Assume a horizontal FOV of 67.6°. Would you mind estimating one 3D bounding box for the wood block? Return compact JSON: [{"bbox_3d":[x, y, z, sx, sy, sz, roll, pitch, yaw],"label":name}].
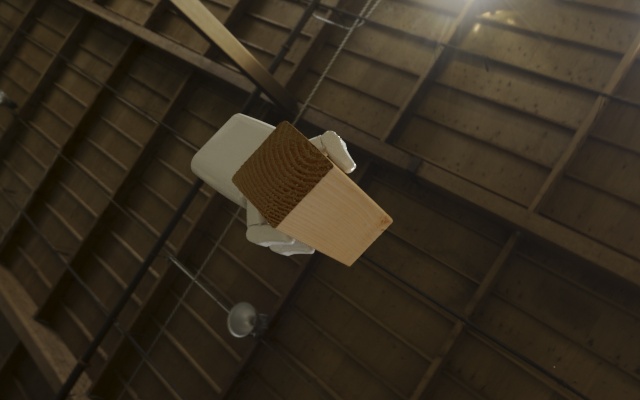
[{"bbox_3d":[0.000,0.001,0.583,0.090,0.091,0.206,45,5,30],"label":"wood block"}]
